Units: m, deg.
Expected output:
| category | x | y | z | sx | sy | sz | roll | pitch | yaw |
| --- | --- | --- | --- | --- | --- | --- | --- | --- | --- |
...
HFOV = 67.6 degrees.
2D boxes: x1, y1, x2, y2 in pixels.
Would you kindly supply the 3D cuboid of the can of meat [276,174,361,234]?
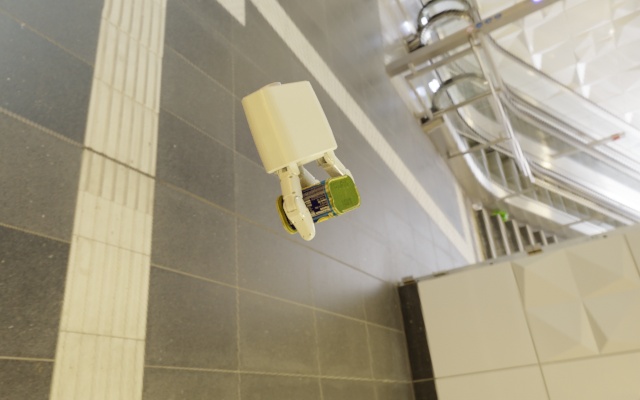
| category | x | y | z | sx | sy | sz | roll | pitch | yaw |
| --- | --- | --- | --- | --- | --- | --- | --- | --- | --- |
| can of meat | 0.000 | 0.002 | 0.680 | 0.084 | 0.057 | 0.102 | -21 | -1 | 26 |
